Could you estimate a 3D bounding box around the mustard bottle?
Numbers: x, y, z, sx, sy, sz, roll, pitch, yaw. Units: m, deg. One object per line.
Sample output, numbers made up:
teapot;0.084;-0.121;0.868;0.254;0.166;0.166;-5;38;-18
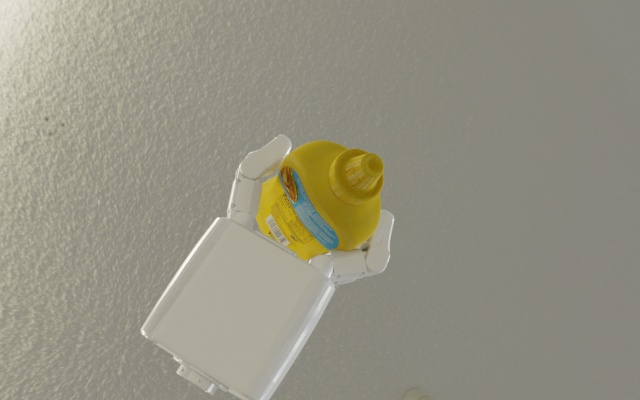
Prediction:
mustard bottle;0.000;0.001;0.413;0.058;0.096;0.192;-31;-2;-27
